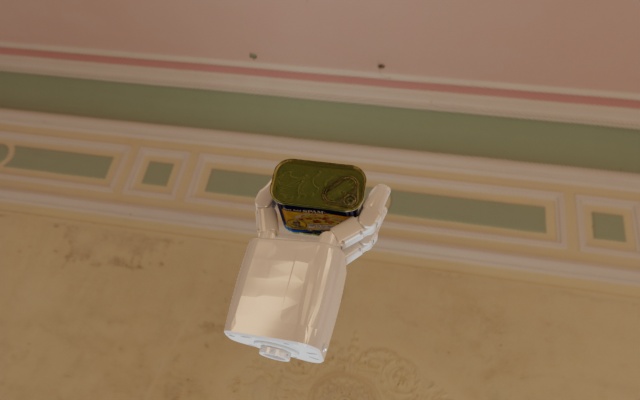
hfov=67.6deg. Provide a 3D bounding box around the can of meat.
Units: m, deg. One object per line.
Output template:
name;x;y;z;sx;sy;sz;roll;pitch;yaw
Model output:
can of meat;0.000;0.002;0.546;0.102;0.057;0.084;7;-28;8
